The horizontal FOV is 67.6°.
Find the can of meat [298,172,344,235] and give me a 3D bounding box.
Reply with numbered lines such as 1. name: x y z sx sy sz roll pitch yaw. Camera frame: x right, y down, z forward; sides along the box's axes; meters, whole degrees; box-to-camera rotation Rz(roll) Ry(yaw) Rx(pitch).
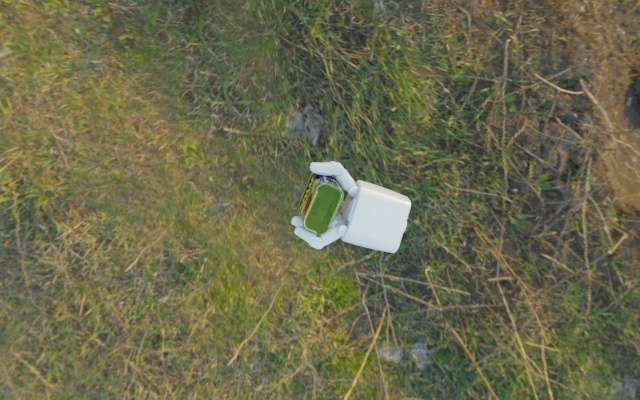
1. can of meat: 0.000 0.003 0.877 0.057 0.102 0.084 19 16 -13
